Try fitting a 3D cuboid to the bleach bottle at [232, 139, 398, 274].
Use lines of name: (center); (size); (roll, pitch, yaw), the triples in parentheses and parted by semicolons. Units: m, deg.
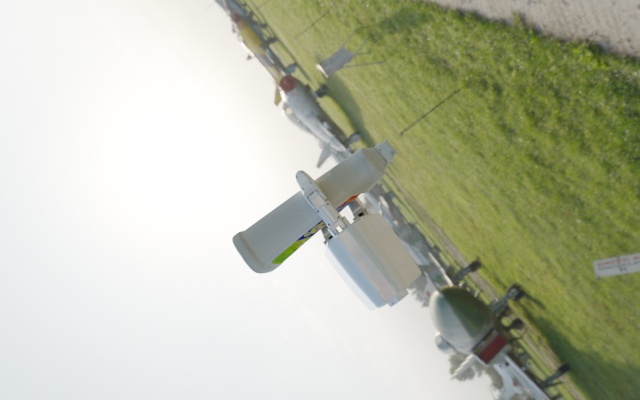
bleach bottle: (0.000, 0.002, 0.671); (0.251, 0.068, 0.102); (-39, -12, 6)
